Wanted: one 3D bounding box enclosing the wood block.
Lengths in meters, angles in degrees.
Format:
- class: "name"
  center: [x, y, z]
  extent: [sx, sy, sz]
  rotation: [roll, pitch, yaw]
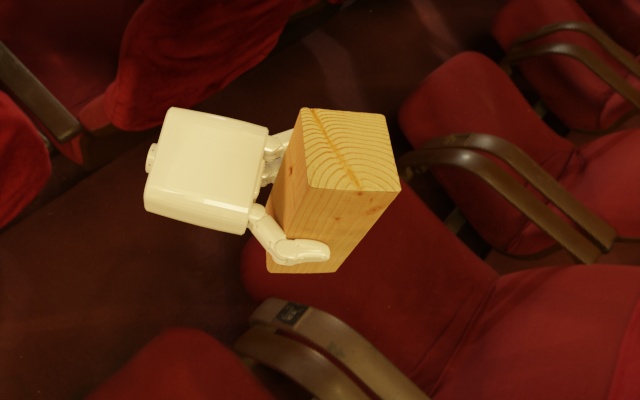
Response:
- class: "wood block"
  center: [0.000, 0.002, 0.528]
  extent: [0.090, 0.090, 0.206]
  rotation: [2, -29, -16]
